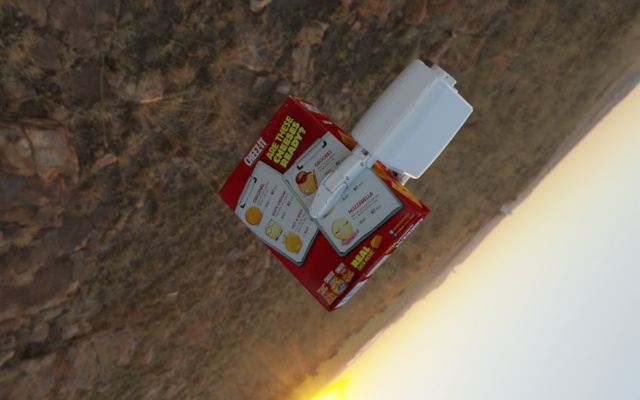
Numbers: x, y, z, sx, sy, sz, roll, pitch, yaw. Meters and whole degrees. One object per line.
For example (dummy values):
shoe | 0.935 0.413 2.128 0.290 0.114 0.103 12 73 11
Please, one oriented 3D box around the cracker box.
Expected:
cracker box | 0.000 0.002 0.595 0.213 0.164 0.072 44 17 16
